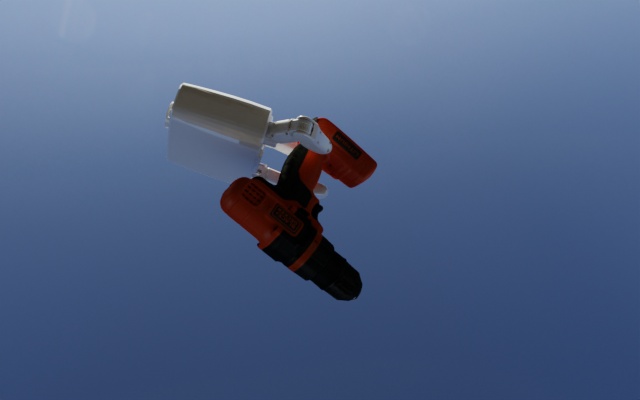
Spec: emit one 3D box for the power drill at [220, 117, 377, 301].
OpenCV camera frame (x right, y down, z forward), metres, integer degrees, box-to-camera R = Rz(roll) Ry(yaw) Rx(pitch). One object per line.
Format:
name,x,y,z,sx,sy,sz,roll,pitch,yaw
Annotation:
power drill,0.000,0.001,0.559,0.057,0.184,0.187,-38,15,46
